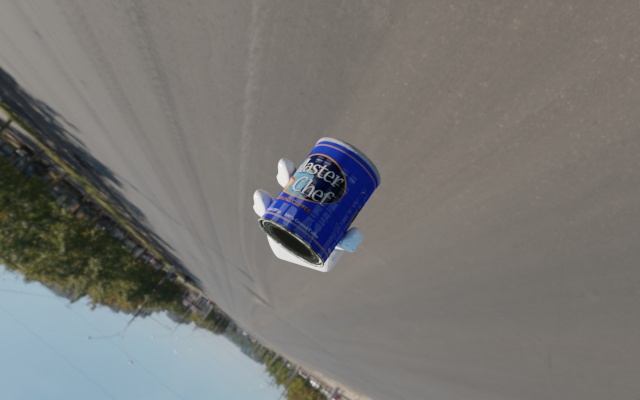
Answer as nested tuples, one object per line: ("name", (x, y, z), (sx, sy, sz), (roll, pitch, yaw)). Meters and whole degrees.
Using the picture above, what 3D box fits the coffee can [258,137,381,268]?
("coffee can", (0.000, 0.002, 0.630), (0.103, 0.140, 0.103), (32, -19, 12))
